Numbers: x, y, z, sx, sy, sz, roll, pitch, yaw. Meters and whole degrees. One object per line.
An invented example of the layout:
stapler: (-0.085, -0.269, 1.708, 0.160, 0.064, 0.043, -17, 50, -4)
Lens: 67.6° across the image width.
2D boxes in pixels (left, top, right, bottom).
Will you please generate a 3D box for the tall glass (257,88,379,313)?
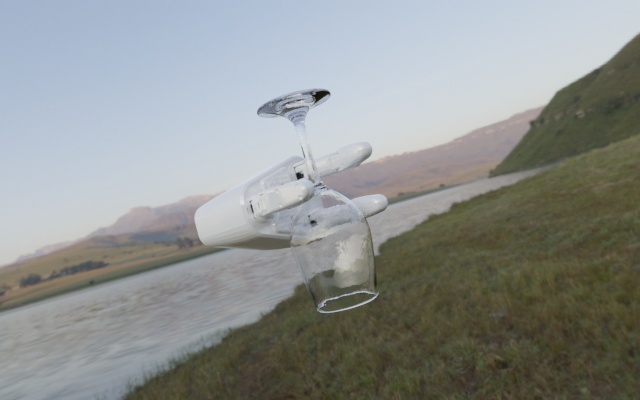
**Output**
tall glass: (0.000, 0.001, 0.459, 0.079, 0.201, 0.079, -15, -2, -1)
